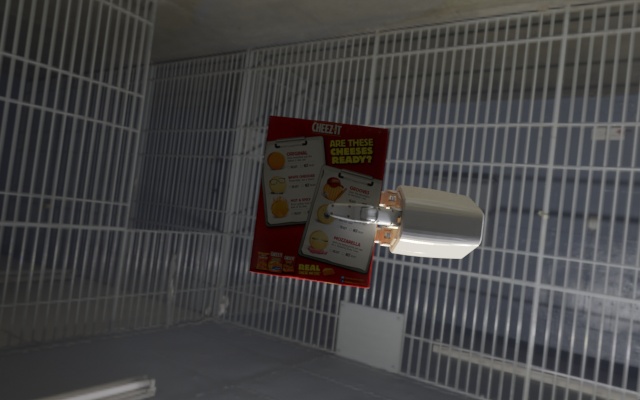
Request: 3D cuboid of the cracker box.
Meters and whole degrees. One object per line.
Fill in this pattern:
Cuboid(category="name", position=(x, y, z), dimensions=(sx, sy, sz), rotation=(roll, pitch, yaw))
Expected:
Cuboid(category="cracker box", position=(0.000, 0.002, 0.662), dimensions=(0.164, 0.213, 0.072), rotation=(7, -2, 3))
